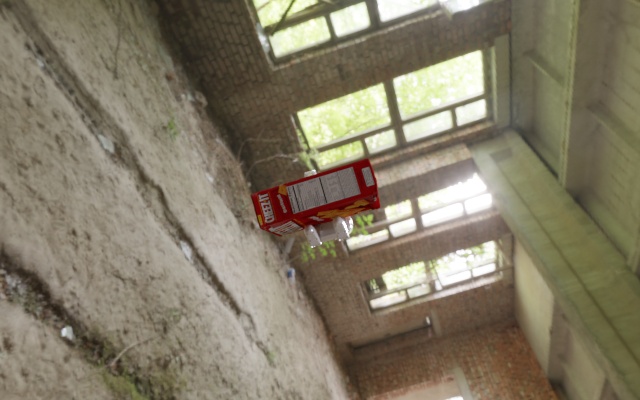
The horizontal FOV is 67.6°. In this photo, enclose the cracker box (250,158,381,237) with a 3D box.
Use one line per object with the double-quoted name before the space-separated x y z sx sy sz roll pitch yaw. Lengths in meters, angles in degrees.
"cracker box" 0.000 0.003 0.877 0.214 0.072 0.164 -17 -11 5
